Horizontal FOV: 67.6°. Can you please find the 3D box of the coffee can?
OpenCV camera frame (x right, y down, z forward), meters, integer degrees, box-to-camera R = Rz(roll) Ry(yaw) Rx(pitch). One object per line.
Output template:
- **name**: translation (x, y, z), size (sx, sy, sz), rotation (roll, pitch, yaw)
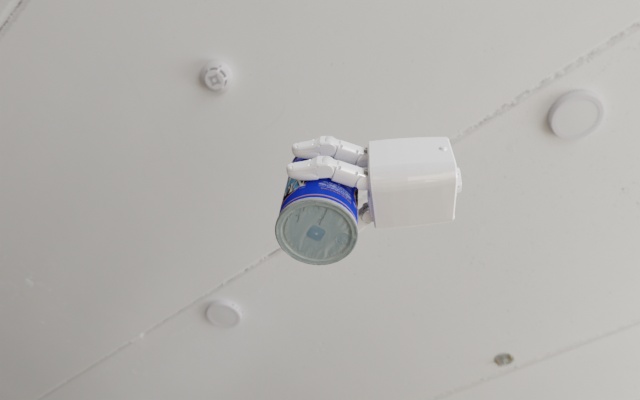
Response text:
- **coffee can**: translation (0.000, 0.002, 0.640), size (0.103, 0.103, 0.140), rotation (0, 35, 5)
